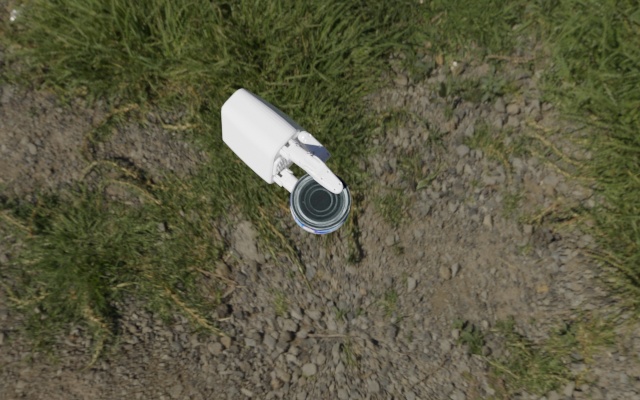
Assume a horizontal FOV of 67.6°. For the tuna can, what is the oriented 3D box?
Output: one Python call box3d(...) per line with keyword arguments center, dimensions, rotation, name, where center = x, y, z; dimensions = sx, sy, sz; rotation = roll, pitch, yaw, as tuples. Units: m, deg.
box3d(center=(0.000, 0.002, 0.664), dimensions=(0.086, 0.086, 0.034), rotation=(0, -12, -2), name="tuna can")
